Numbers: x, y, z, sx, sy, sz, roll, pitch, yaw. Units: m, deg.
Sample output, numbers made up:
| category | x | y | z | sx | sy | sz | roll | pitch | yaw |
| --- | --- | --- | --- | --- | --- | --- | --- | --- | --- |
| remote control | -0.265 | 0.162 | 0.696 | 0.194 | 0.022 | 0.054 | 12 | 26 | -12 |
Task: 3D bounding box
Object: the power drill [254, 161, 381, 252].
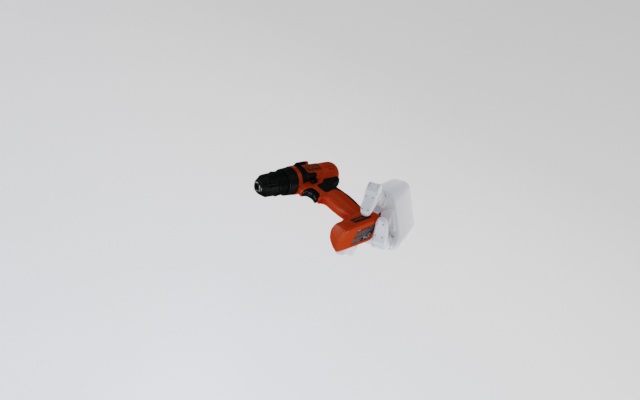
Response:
| category | x | y | z | sx | sy | sz | roll | pitch | yaw |
| --- | --- | --- | --- | --- | --- | --- | --- | --- | --- |
| power drill | 0.001 | 0.003 | 0.827 | 0.184 | 0.057 | 0.187 | -15 | 51 | -41 |
